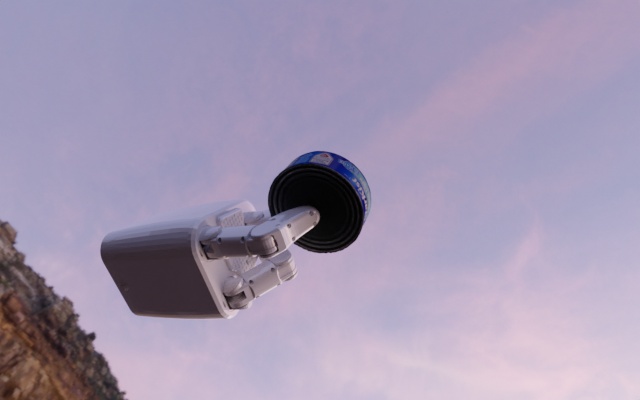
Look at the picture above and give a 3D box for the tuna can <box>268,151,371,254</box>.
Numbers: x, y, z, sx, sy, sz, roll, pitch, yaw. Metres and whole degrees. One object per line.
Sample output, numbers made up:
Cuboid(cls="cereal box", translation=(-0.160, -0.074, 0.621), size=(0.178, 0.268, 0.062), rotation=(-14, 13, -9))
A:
Cuboid(cls="tuna can", translation=(0.000, 0.001, 0.415), size=(0.086, 0.086, 0.033), rotation=(0, 27, 21))
